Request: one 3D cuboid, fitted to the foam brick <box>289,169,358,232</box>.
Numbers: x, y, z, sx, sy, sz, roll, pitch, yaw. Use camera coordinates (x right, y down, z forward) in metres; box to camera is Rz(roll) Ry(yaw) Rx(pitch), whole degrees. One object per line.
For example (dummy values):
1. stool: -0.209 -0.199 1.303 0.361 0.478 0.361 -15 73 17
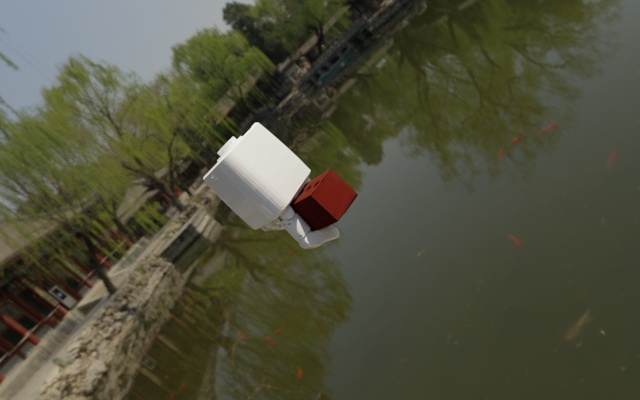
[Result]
1. foam brick: 0.000 0.002 0.643 0.053 0.051 0.078 -52 13 -31
